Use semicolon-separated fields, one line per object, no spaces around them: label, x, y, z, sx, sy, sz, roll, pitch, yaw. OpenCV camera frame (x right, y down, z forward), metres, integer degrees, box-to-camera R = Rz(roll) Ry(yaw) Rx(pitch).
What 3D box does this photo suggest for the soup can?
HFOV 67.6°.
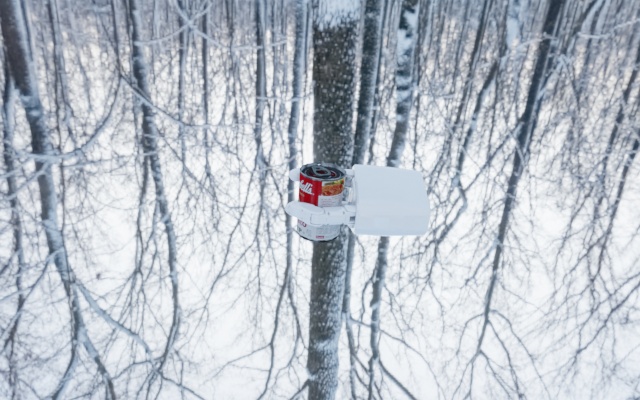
soup can;0.000;0.003;0.709;0.068;0.102;0.068;4;25;-2
